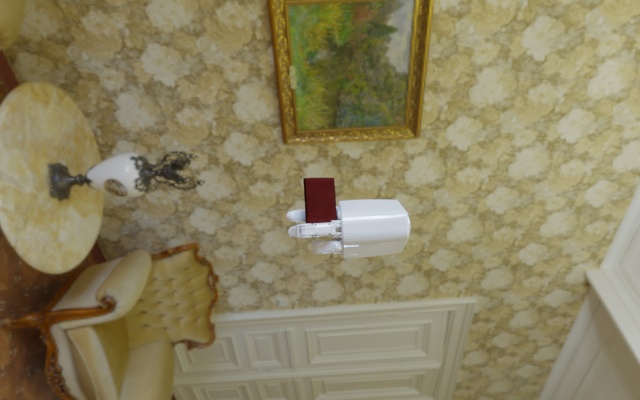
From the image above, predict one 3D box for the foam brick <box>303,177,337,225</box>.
[{"bbox_3d":[0.000,0.002,0.797,0.051,0.078,0.053,-4,-5,1],"label":"foam brick"}]
